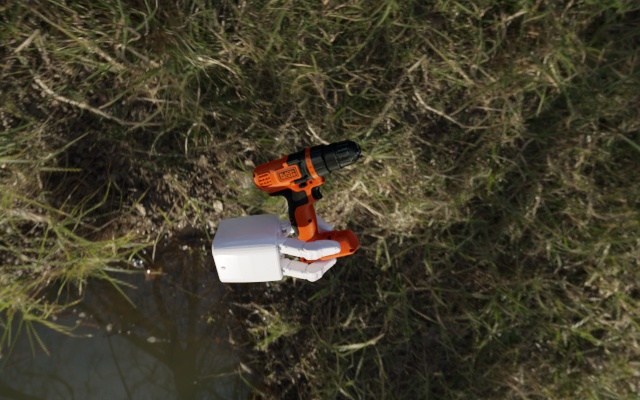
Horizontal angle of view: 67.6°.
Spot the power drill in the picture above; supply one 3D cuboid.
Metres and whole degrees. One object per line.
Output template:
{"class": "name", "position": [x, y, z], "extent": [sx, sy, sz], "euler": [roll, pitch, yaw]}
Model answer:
{"class": "power drill", "position": [0.000, 0.003, 0.789], "extent": [0.184, 0.188, 0.057], "euler": [-14, 17, 20]}
